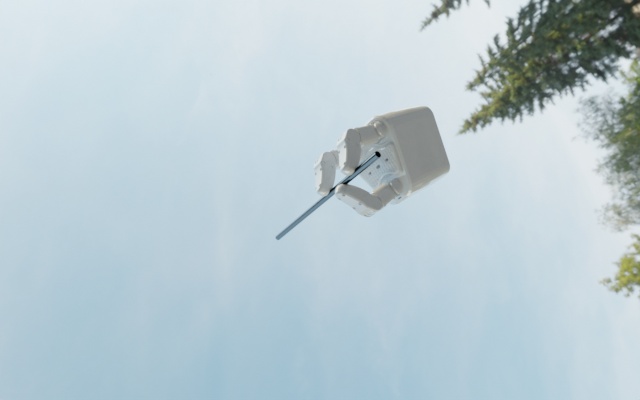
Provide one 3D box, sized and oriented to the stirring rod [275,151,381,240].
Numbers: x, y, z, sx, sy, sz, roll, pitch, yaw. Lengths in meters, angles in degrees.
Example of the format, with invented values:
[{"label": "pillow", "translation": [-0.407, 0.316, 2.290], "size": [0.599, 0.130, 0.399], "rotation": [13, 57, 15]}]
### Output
[{"label": "stirring rod", "translation": [0.000, 0.002, 0.606], "size": [0.011, 0.011, 0.240], "rotation": [0, -26, -35]}]
